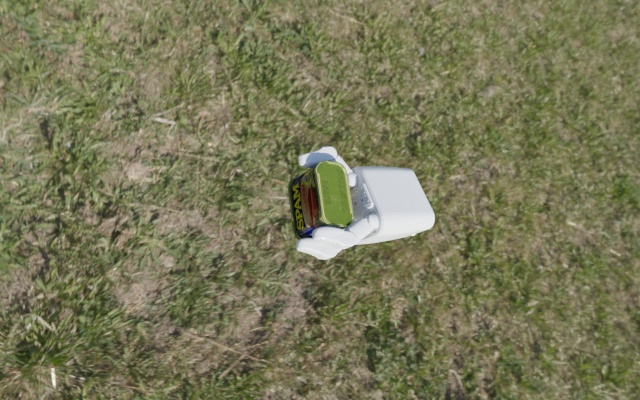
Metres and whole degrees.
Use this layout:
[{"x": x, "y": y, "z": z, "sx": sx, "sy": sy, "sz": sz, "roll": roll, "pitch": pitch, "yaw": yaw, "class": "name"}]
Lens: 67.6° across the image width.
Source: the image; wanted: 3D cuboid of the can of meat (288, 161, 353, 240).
[{"x": 0.000, "y": 0.002, "z": 0.684, "sx": 0.057, "sy": 0.102, "sz": 0.084, "roll": 1, "pitch": -17, "yaw": -31, "class": "can of meat"}]
